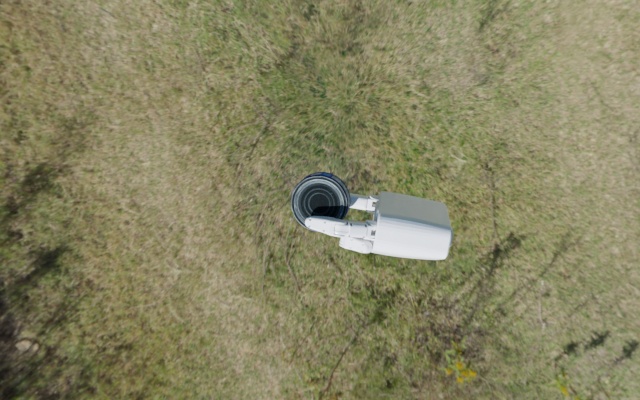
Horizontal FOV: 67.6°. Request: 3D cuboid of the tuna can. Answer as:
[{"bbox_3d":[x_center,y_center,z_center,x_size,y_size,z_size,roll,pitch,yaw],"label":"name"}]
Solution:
[{"bbox_3d":[0.000,0.002,0.703,0.086,0.086,0.033,0,11,9],"label":"tuna can"}]
